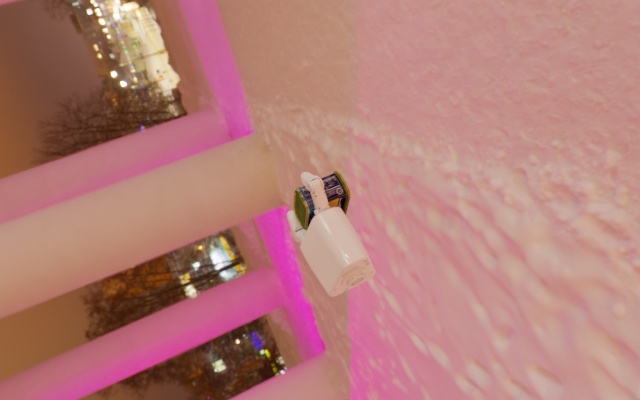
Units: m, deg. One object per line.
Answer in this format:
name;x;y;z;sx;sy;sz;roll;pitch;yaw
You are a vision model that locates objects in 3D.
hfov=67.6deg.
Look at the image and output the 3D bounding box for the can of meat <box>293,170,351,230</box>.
can of meat;0.000;0.003;0.853;0.084;0.057;0.102;-23;-25;-16
